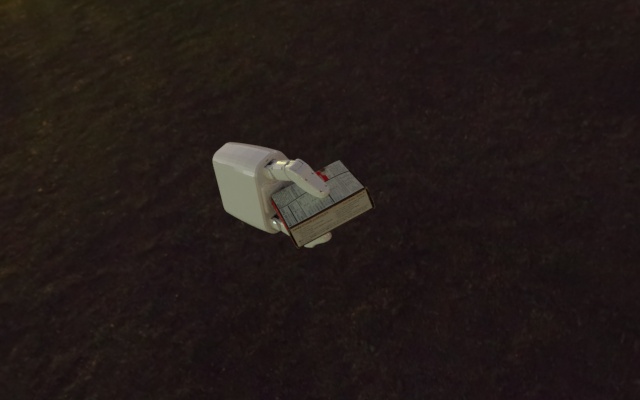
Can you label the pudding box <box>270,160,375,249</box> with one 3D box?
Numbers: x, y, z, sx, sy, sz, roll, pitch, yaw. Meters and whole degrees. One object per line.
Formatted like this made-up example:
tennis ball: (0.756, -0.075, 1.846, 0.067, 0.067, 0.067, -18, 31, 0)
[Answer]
pudding box: (0.000, 0.002, 0.616, 0.113, 0.039, 0.090, -29, 36, -4)
